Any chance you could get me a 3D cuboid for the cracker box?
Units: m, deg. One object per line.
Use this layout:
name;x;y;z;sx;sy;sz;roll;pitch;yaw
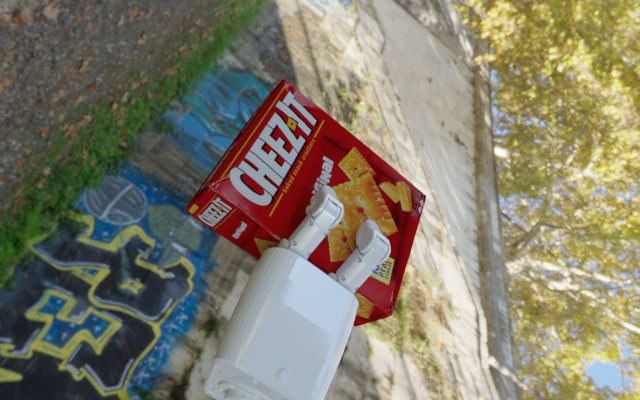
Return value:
cracker box;0.000;0.002;0.495;0.214;0.164;0.072;37;-38;-15
